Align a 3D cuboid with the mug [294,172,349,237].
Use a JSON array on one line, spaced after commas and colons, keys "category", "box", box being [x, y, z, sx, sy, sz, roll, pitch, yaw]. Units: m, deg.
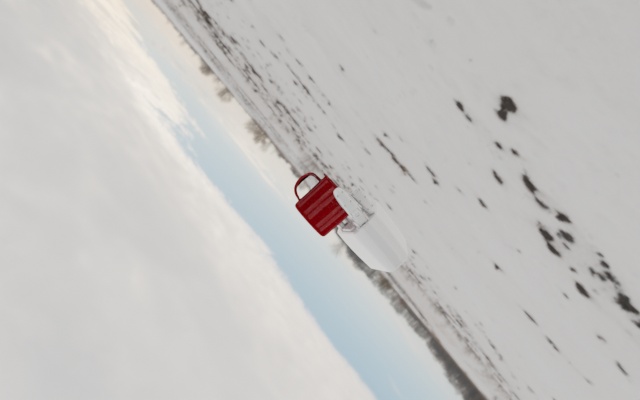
[{"category": "mug", "box": [-0.001, 0.002, 0.871, 0.081, 0.117, 0.093, -42, 11, 0]}]
